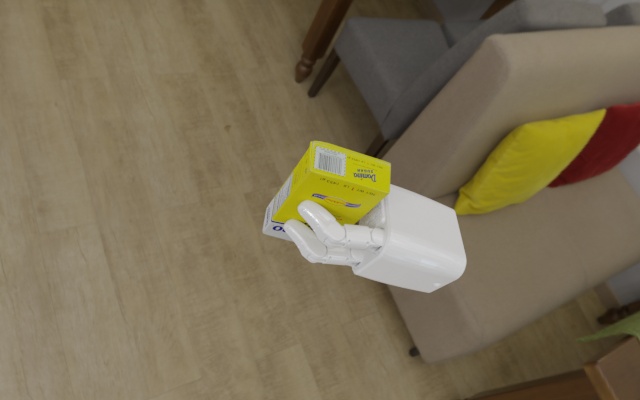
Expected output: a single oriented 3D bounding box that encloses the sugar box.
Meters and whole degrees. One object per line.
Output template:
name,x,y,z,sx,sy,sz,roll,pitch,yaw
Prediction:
sugar box,0.000,0.002,0.563,0.093,0.048,0.176,16,-32,-15
